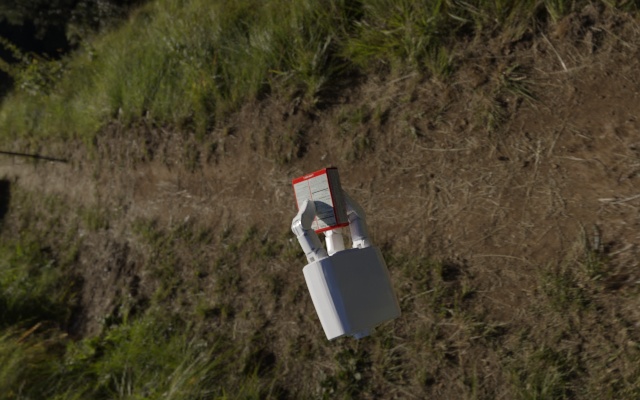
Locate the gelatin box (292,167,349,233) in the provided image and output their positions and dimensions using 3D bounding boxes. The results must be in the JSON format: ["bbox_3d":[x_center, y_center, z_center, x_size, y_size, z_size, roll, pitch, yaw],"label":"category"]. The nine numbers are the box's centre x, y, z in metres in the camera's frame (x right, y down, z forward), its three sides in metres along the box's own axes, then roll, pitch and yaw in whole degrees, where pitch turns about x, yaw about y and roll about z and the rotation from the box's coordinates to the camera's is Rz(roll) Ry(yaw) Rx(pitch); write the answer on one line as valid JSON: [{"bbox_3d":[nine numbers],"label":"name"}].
[{"bbox_3d":[0.000,0.002,0.712,0.073,0.089,0.030,-17,-6,42],"label":"gelatin box"}]
